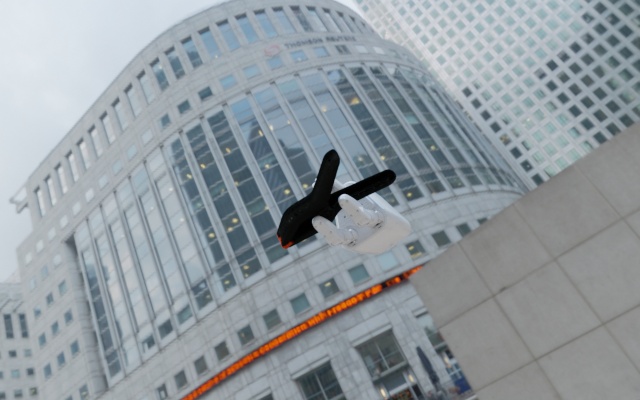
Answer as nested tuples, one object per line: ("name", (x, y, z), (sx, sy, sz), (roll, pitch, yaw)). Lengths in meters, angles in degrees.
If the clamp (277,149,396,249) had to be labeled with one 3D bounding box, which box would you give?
("clamp", (0.000, 0.002, 0.732), (0.210, 0.036, 0.164), (-38, -31, 20))
